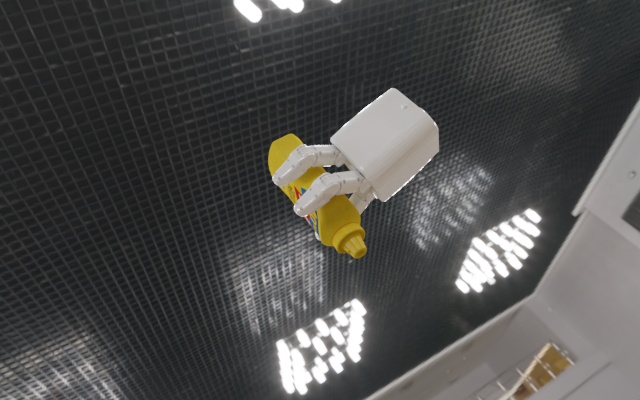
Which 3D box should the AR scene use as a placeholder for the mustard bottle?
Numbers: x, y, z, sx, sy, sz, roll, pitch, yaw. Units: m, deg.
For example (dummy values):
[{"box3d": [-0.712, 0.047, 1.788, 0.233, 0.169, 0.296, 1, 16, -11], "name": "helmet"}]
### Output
[{"box3d": [0.000, 0.002, 0.621, 0.058, 0.096, 0.191, -27, 53, -17], "name": "mustard bottle"}]
